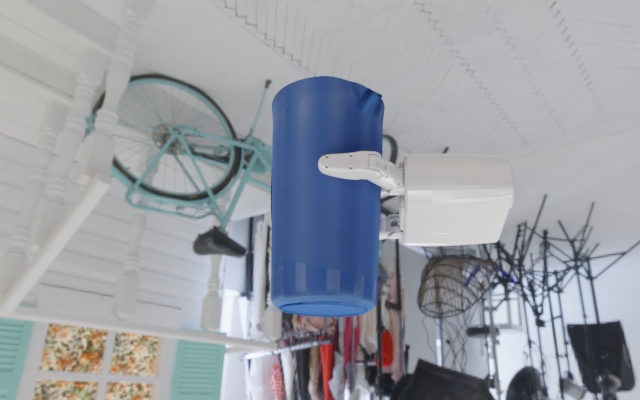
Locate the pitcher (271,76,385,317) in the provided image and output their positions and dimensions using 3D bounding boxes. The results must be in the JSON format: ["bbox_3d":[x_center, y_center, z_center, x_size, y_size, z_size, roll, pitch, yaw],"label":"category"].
[{"bbox_3d":[0.000,0.002,0.532,0.145,0.242,0.149,0,-21,6],"label":"pitcher"}]
